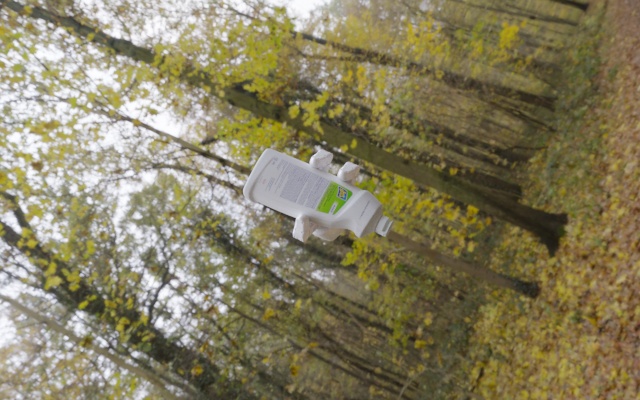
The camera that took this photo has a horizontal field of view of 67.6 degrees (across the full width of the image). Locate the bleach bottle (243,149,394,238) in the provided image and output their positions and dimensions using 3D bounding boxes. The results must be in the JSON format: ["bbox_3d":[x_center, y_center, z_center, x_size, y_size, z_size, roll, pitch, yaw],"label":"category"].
[{"bbox_3d":[0.000,0.003,0.810,0.251,0.102,0.068,25,-7,16],"label":"bleach bottle"}]
